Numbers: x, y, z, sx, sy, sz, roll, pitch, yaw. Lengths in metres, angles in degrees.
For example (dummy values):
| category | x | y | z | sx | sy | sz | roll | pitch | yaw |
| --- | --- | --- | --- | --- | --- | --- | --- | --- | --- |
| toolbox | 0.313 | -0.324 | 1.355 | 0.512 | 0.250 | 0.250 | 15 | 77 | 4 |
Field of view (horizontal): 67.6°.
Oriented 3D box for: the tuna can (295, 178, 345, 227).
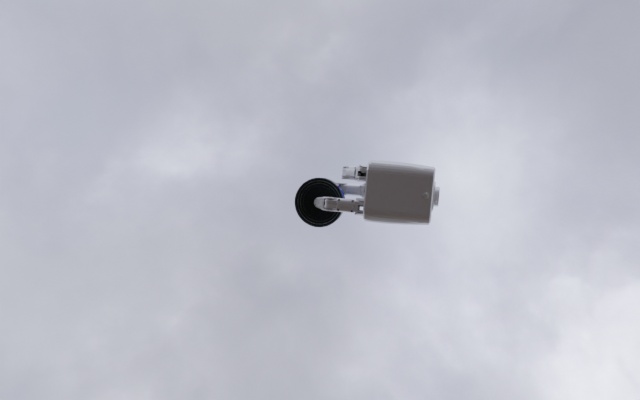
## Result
| category | x | y | z | sx | sy | sz | roll | pitch | yaw |
| --- | --- | --- | --- | --- | --- | --- | --- | --- | --- |
| tuna can | 0.000 | 0.003 | 0.835 | 0.086 | 0.086 | 0.034 | 0 | 3 | 11 |
